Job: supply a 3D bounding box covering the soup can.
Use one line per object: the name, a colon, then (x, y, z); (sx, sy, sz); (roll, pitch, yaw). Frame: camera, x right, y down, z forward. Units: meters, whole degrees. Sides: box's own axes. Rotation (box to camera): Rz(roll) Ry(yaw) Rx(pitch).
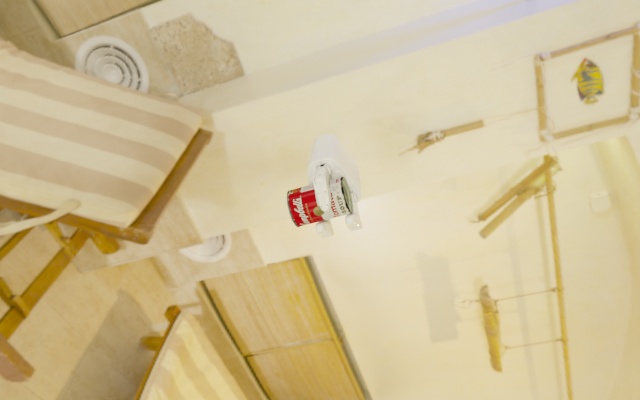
soup can: (0.000, 0.003, 0.836); (0.102, 0.068, 0.068); (-14, -3, 13)
